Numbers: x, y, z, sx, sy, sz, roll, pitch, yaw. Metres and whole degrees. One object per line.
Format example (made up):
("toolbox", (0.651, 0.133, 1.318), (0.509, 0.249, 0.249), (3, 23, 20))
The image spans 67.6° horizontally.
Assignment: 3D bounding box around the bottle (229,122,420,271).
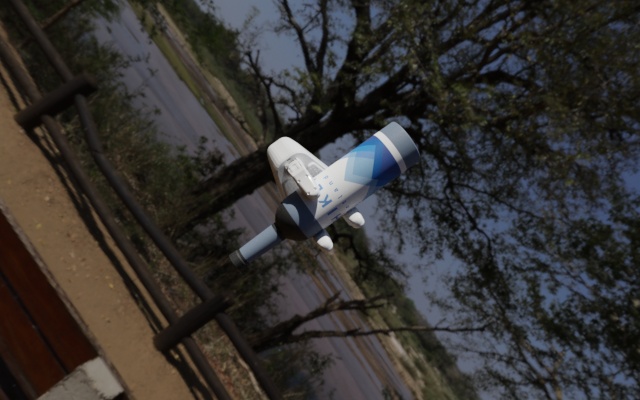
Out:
("bottle", (0.000, 0.002, 0.667), (0.296, 0.069, 0.069), (-35, 1, -1))
